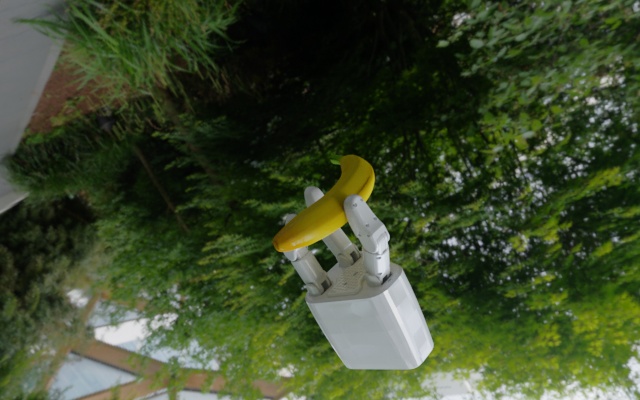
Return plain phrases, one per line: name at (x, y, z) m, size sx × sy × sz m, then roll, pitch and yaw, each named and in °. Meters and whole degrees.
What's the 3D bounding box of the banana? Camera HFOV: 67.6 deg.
banana at (0.017, -0.004, 0.509) m, size 0.069 × 0.037 × 0.197 m, roll -14°, pitch 22°, yaw 27°
